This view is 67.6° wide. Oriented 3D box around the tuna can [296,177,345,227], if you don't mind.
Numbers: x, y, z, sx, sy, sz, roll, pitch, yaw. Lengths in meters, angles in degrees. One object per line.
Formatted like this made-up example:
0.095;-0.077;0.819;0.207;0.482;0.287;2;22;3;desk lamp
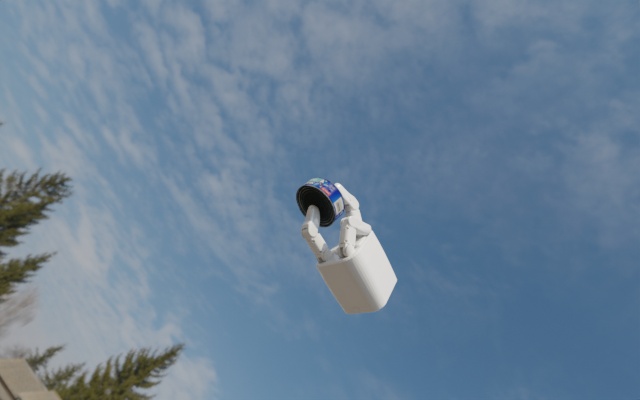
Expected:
0.000;0.002;0.843;0.086;0.086;0.033;0;30;44;tuna can
